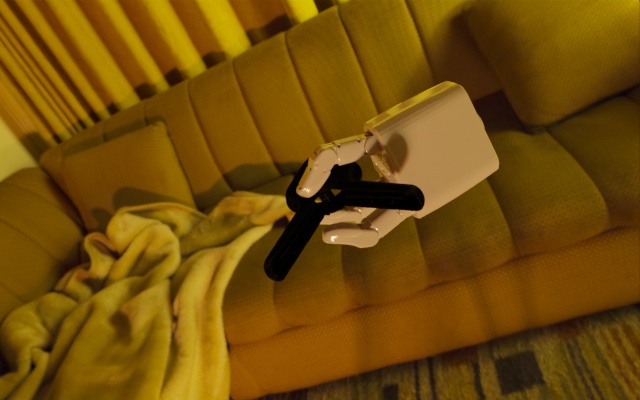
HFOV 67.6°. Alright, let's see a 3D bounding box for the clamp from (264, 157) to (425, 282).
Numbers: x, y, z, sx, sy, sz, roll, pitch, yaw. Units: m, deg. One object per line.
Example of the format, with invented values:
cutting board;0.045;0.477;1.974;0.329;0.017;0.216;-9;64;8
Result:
clamp;0.000;0.001;0.523;0.164;0.036;0.210;-29;25;-3
